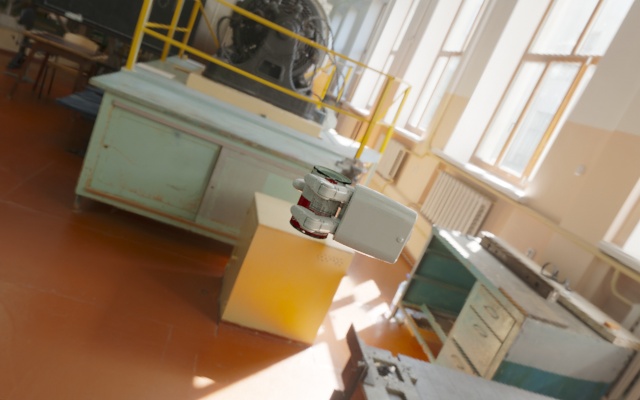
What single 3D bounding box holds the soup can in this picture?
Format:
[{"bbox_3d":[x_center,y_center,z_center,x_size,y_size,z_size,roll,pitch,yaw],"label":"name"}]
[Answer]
[{"bbox_3d":[0.000,0.002,0.770,0.068,0.102,0.068,23,14,-6],"label":"soup can"}]
